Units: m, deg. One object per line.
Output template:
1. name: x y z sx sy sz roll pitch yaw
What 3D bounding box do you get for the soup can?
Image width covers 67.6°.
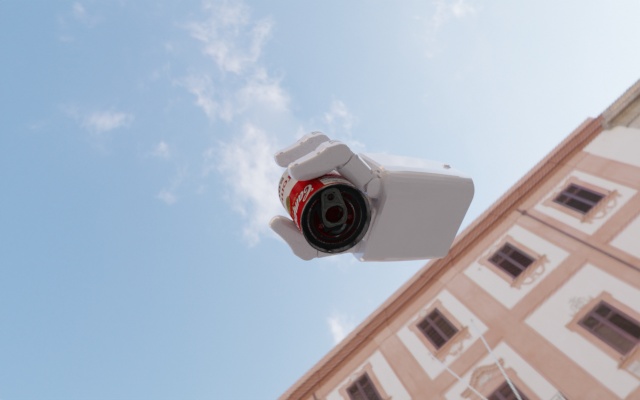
1. soup can: -0.001 0.002 0.477 0.068 0.068 0.102 0 18 -18
